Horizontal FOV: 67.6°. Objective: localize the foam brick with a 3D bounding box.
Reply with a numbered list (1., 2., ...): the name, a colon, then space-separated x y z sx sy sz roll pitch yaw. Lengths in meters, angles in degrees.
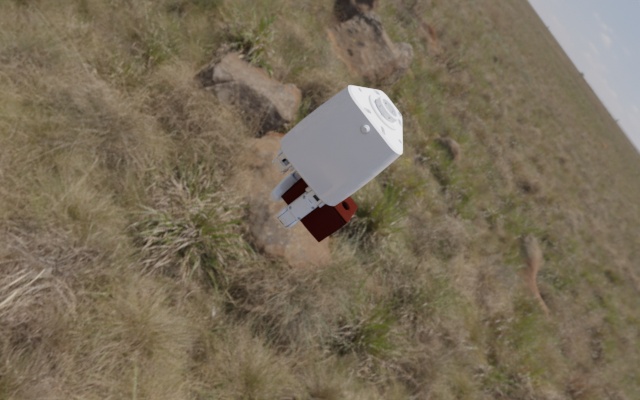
1. foam brick: 0.000 0.002 0.599 0.051 0.078 0.053 -36 7 28
